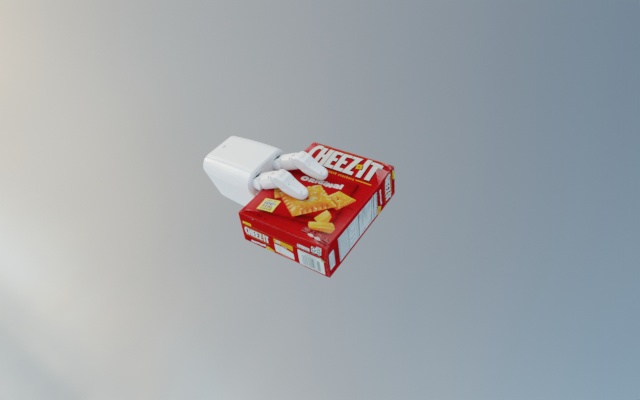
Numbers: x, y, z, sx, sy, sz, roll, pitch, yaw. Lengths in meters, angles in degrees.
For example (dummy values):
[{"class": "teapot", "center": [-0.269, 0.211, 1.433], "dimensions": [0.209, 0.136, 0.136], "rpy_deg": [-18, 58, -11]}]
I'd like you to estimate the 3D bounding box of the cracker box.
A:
[{"class": "cracker box", "center": [0.000, 0.003, 0.771], "dimensions": [0.164, 0.072, 0.213], "rpy_deg": [21, 48, 26]}]
